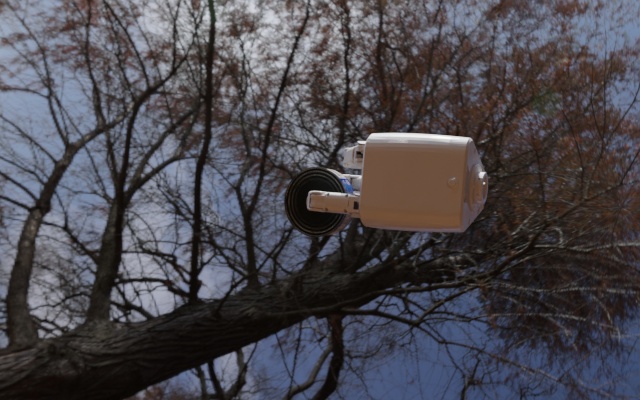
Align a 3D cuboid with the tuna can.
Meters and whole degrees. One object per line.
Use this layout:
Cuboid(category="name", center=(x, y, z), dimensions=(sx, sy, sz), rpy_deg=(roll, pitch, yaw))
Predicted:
Cuboid(category="tuna can", center=(0.000, 0.002, 0.594), dimensions=(0.086, 0.086, 0.034), rpy_deg=(0, 0, 27))
